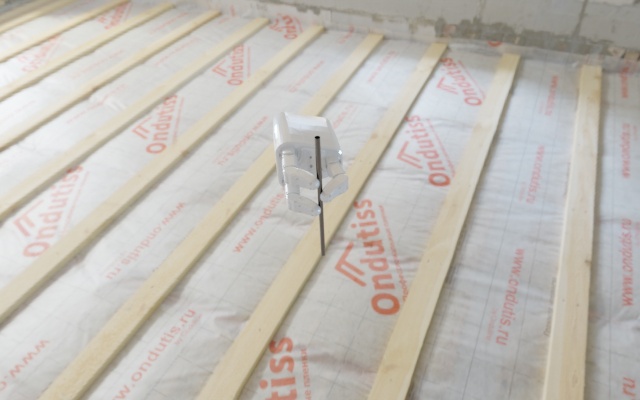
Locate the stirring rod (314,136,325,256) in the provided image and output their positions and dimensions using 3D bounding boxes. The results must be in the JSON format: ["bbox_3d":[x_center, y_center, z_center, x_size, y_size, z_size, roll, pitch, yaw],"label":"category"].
[{"bbox_3d":[0.000,0.002,0.742,0.011,0.240,0.011,-2,42,1],"label":"stirring rod"}]
